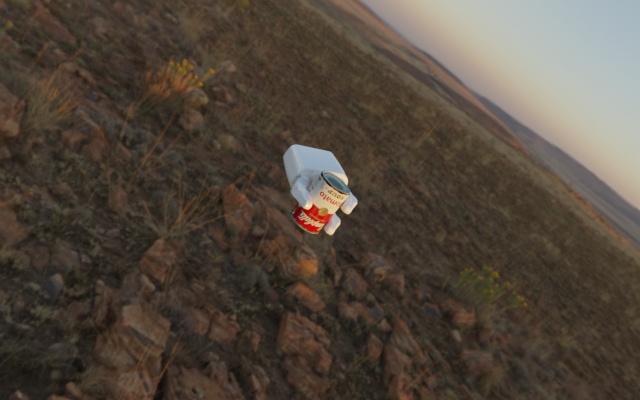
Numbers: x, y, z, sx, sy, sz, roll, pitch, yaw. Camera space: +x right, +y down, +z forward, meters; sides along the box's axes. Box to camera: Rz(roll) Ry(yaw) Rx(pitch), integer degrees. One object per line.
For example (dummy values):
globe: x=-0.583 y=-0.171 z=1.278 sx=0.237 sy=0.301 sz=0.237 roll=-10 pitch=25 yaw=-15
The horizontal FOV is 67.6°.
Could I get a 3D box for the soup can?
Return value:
soup can: x=0.000 y=0.003 z=0.894 sx=0.068 sy=0.102 sz=0.068 roll=33 pitch=21 yaw=-15
